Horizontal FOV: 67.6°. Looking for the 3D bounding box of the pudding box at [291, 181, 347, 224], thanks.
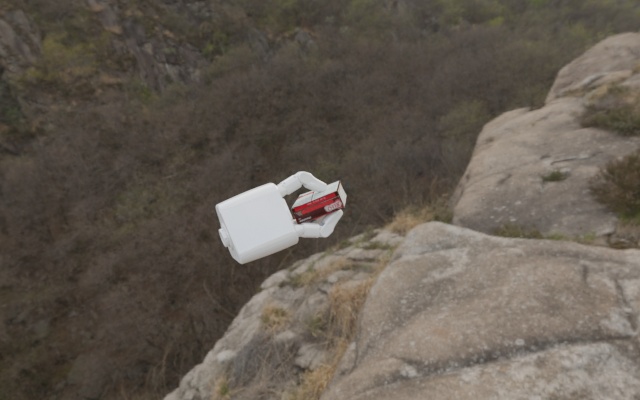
[{"bbox_3d":[0.000,0.003,0.876,0.090,0.039,0.113,-20,11,9],"label":"pudding box"}]
